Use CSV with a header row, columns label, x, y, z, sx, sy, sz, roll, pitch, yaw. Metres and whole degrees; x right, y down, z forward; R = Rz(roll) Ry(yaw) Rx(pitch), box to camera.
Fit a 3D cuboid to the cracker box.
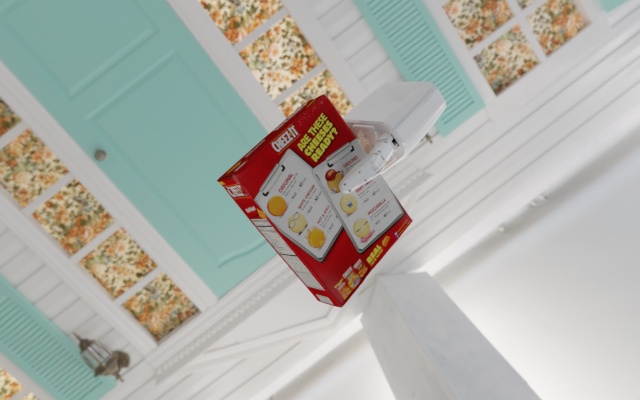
label,x,y,z,sx,sy,sz,roll,pitch,yaw
cracker box,0.000,0.002,0.613,0.164,0.214,0.072,-46,19,-25
